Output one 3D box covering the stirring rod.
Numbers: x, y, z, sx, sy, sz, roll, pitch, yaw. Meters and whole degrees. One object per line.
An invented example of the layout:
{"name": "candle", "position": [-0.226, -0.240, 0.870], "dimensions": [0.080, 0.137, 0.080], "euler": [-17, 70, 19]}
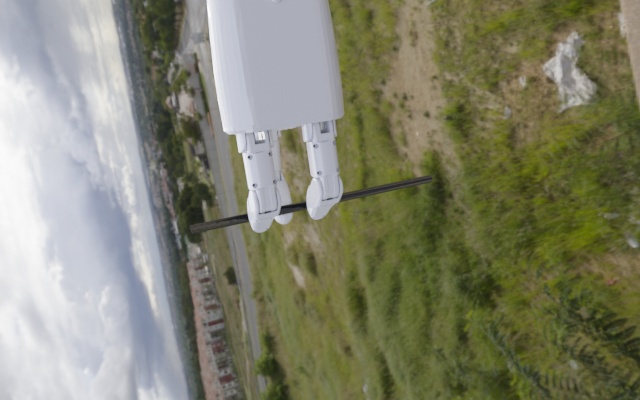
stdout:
{"name": "stirring rod", "position": [0.000, 0.001, 0.446], "dimensions": [0.239, 0.011, 0.011], "euler": [-12, 4, -19]}
